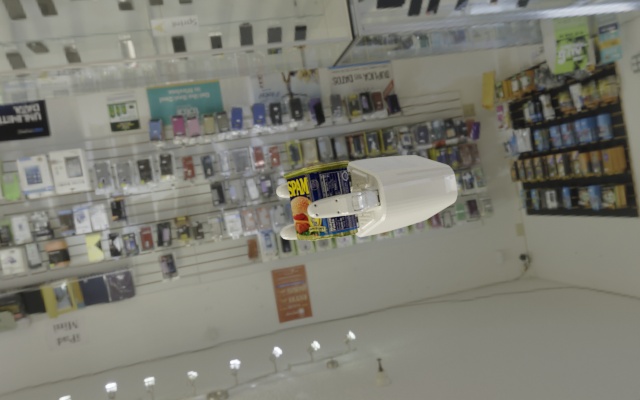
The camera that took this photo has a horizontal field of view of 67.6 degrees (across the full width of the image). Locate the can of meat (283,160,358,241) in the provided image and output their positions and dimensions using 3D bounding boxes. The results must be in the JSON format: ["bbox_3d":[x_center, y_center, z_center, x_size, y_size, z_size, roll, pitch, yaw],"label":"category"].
[{"bbox_3d":[0.000,0.002,0.571,0.057,0.084,0.102,-11,1,-23],"label":"can of meat"}]
